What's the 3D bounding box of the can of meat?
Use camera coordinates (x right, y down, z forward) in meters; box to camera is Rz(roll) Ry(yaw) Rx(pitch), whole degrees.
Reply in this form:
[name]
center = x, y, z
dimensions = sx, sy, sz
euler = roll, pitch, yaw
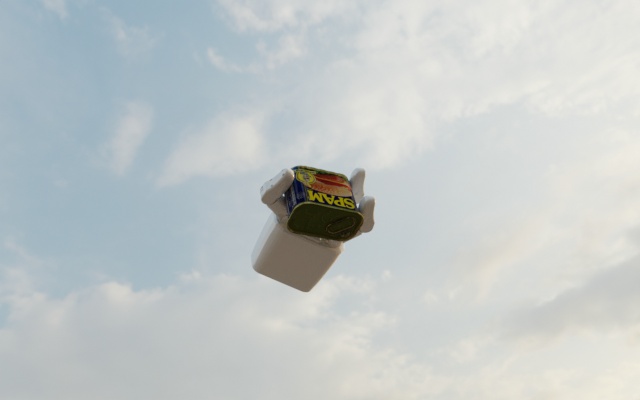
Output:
[can of meat]
center = 0.000, 0.002, 0.658
dimensions = 0.102, 0.057, 0.083
euler = 12, 39, -23
